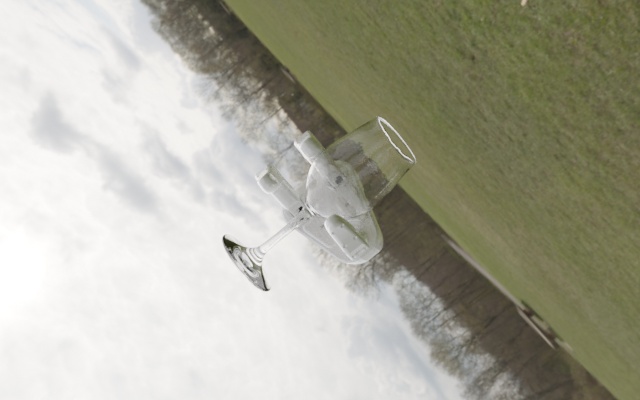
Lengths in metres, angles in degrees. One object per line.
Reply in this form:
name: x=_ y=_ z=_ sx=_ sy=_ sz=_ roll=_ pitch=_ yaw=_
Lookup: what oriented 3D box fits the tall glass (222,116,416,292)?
tall glass: x=0.000 y=0.002 z=0.487 sx=0.201 sy=0.079 sz=0.079 roll=-39 pitch=-3 yaw=4
